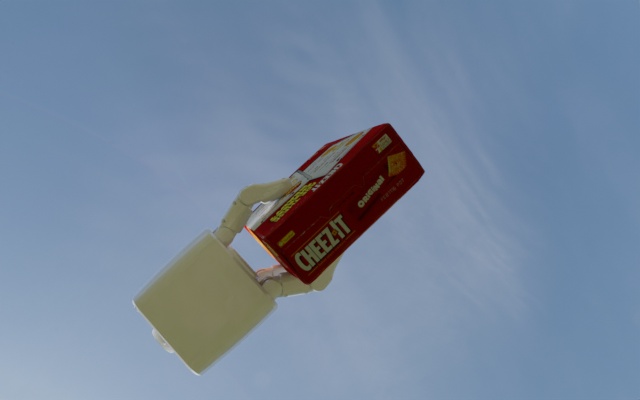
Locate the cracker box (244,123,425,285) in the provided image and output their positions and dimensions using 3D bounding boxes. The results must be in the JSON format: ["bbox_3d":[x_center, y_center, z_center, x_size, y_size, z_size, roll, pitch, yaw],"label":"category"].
[{"bbox_3d":[0.000,0.002,0.545,0.164,0.072,0.213,-44,11,-10],"label":"cracker box"}]
